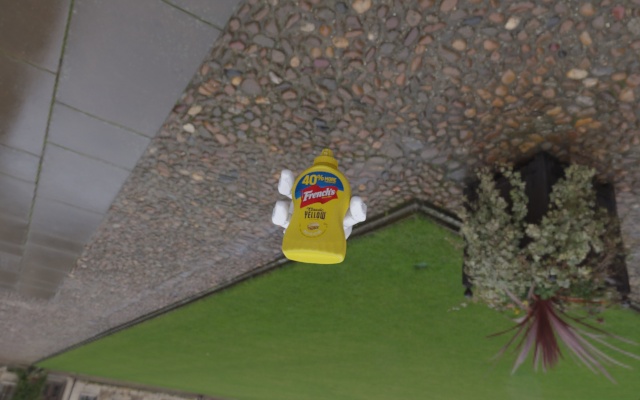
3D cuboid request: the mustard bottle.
[{"bbox_3d":[0.000,0.003,0.768,0.096,0.191,0.058,2,-26,13],"label":"mustard bottle"}]
